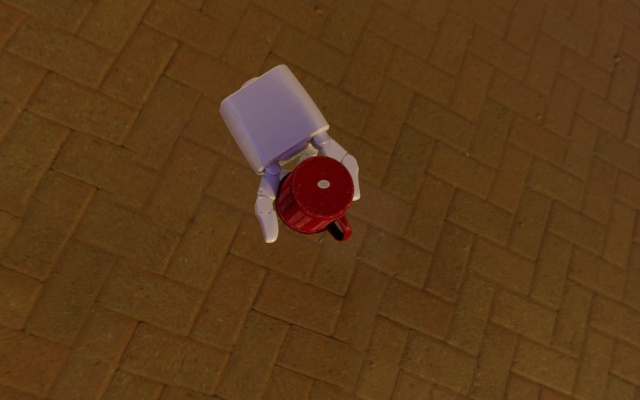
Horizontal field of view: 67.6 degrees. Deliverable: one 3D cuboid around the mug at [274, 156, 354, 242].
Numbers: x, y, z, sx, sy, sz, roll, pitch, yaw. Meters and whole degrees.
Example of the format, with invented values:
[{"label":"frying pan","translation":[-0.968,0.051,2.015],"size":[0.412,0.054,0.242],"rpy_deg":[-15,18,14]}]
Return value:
[{"label":"mug","translation":[0.001,0.003,0.608],"size":[0.093,0.117,0.081],"rpy_deg":[-32,-3,-19]}]
